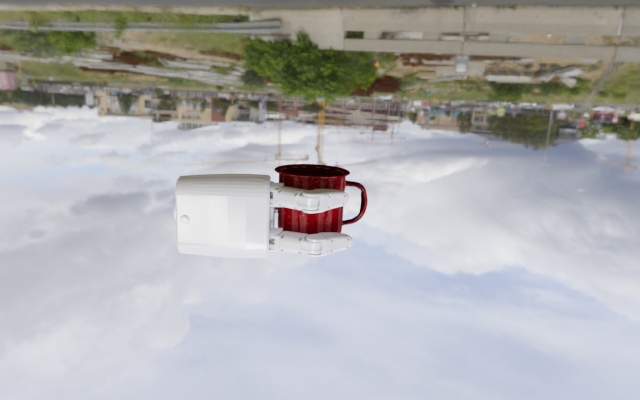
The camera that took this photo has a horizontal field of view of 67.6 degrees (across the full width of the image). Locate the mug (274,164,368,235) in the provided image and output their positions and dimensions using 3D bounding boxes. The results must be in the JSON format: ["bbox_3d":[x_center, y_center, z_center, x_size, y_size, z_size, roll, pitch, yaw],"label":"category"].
[{"bbox_3d":[0.002,0.002,0.595,0.117,0.081,0.093,2,13,-3],"label":"mug"}]
